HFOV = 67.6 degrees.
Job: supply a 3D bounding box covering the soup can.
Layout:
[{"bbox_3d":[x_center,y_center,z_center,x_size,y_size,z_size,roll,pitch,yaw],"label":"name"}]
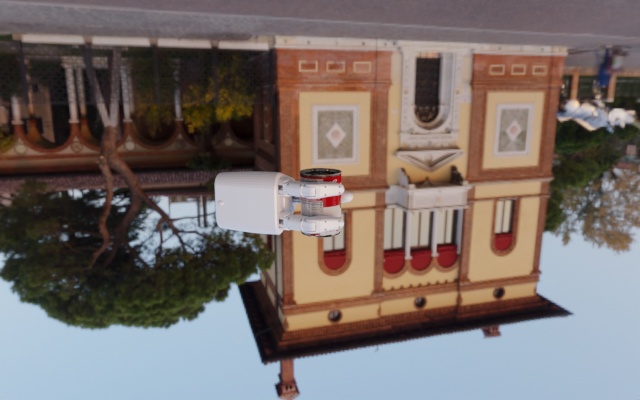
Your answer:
[{"bbox_3d":[0.001,0.003,0.775,0.068,0.102,0.068,0,13,0],"label":"soup can"}]
